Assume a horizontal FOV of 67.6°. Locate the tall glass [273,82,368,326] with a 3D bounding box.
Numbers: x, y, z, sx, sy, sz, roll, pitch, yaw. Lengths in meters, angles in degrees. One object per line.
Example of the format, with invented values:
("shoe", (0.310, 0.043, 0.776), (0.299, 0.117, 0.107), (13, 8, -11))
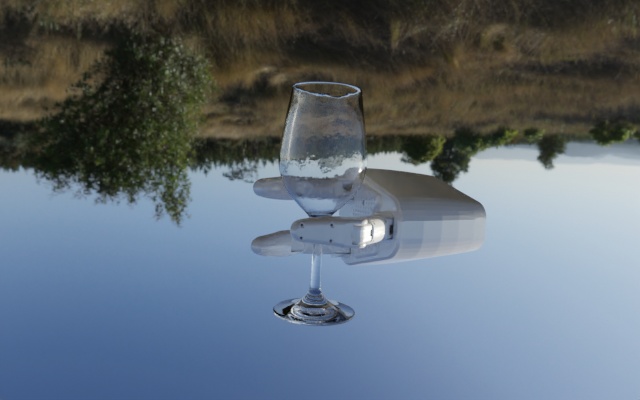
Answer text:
("tall glass", (0.000, 0.002, 0.423), (0.079, 0.201, 0.079), (3, 5, 0))
